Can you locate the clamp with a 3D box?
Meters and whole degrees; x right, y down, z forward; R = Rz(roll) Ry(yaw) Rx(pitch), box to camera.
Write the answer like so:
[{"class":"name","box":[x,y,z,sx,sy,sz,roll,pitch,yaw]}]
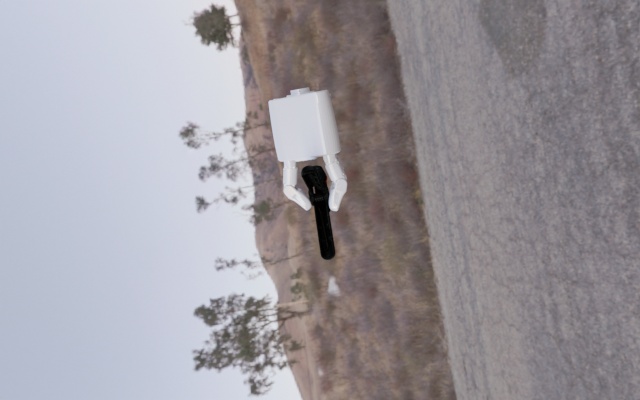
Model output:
[{"class":"clamp","box":[-0.001,0.003,0.857,0.036,0.164,0.210,-10,13,5]}]
